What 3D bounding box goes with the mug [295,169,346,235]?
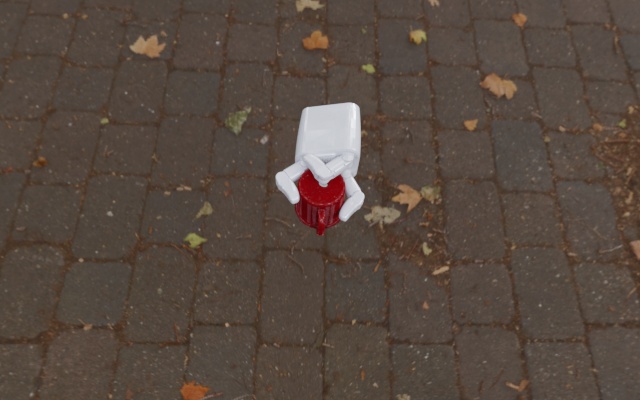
[{"bbox_3d":[0.000,0.004,0.829,0.093,0.117,0.081,3,-28,-1],"label":"mug"}]
